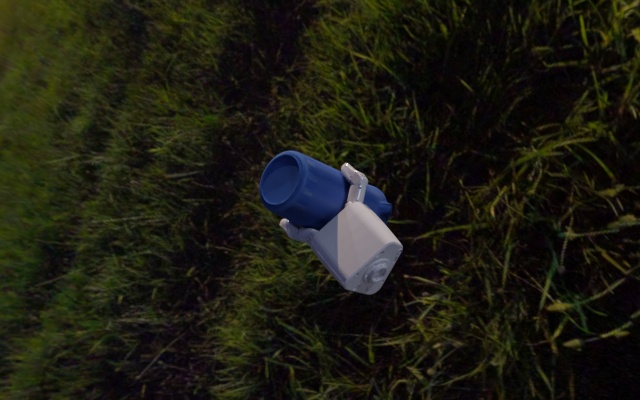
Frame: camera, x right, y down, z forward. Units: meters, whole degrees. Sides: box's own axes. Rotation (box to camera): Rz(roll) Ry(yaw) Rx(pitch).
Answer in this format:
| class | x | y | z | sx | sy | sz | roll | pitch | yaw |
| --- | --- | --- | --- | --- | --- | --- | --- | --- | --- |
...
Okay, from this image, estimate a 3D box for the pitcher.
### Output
| class | x | y | z | sx | sy | sz | roll | pitch | yaw |
| --- | --- | --- | --- | --- | --- | --- | --- | --- | --- |
| pitcher | 0.000 | 0.003 | 0.870 | 0.243 | 0.149 | 0.145 | 25 | 18 | -47 |
